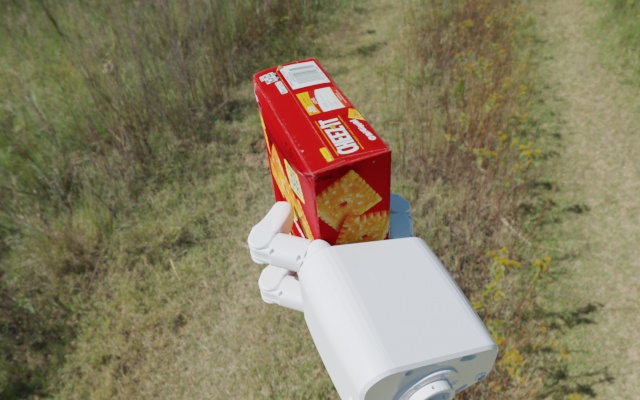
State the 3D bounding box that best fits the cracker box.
[{"bbox_3d":[0.000,0.001,0.453,0.072,0.214,0.164,-17,44,-13],"label":"cracker box"}]
